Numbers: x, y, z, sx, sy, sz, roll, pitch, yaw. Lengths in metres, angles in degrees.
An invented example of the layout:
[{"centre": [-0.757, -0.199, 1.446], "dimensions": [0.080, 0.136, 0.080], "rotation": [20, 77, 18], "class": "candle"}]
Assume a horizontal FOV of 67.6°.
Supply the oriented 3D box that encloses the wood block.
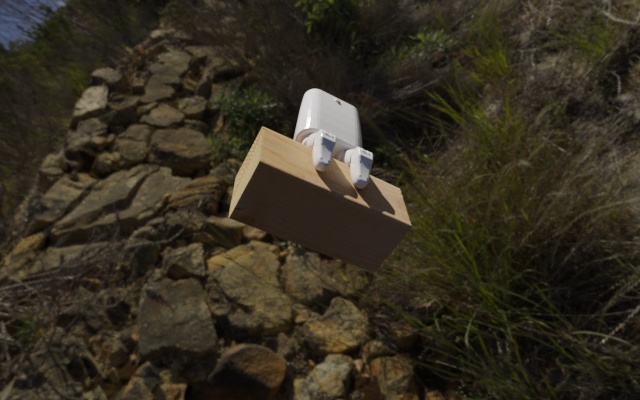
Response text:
[{"centre": [0.000, 0.002, 0.609], "dimensions": [0.206, 0.091, 0.090], "rotation": [22, 32, -19], "class": "wood block"}]
